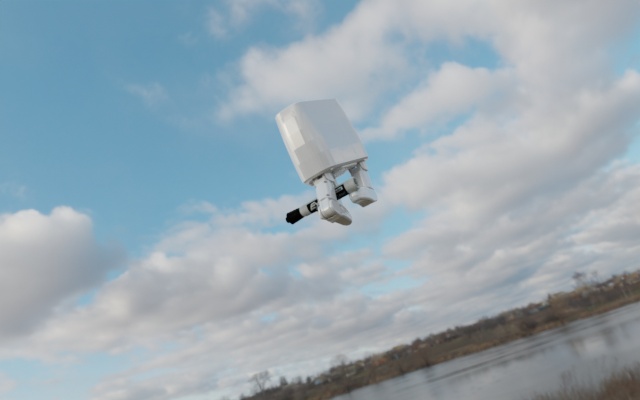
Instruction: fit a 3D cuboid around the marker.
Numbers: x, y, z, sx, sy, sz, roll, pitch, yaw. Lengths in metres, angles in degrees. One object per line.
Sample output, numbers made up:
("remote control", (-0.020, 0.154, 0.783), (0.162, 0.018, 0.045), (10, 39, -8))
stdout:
("marker", (0.000, 0.002, 0.667), (0.121, 0.020, 0.020), (-29, -13, 24))
